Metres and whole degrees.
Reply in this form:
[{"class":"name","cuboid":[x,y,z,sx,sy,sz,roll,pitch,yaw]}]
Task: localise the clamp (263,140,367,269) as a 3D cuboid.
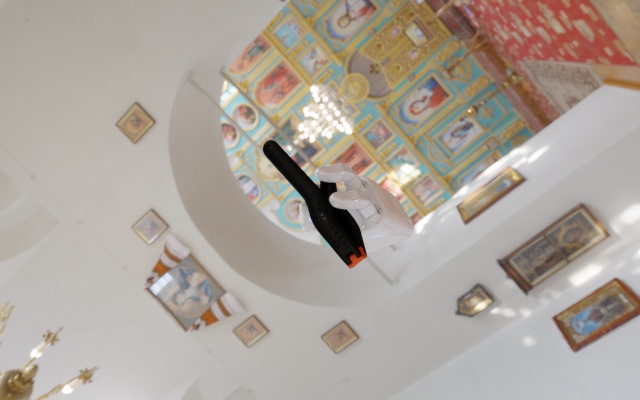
[{"class":"clamp","cuboid":[0.000,0.003,0.691,0.036,0.209,0.164,-42,-38,21]}]
